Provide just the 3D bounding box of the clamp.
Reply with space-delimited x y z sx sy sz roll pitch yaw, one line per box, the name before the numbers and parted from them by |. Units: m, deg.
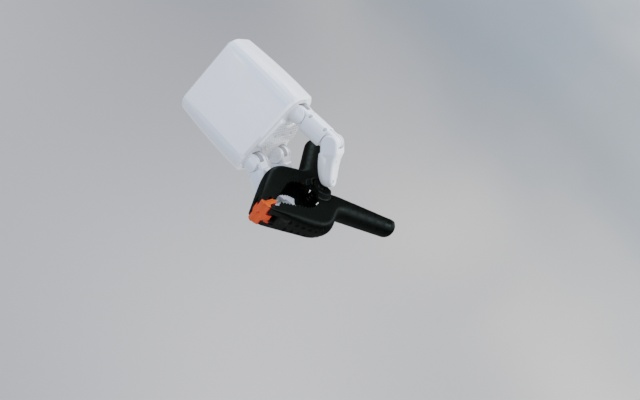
clamp | 0.000 0.001 0.548 0.036 0.164 0.210 -50 -10 28
